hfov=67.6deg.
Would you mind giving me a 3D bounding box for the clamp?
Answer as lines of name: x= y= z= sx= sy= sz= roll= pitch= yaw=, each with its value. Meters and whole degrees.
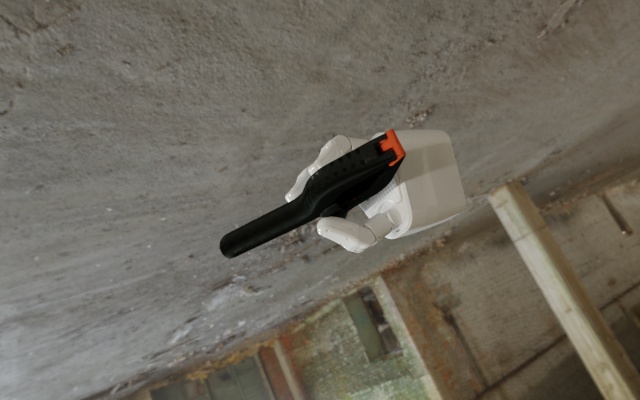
clamp: x=0.001 y=0.002 z=0.478 sx=0.164 sy=0.036 sz=0.210 roll=-11 pitch=-22 yaw=-37
